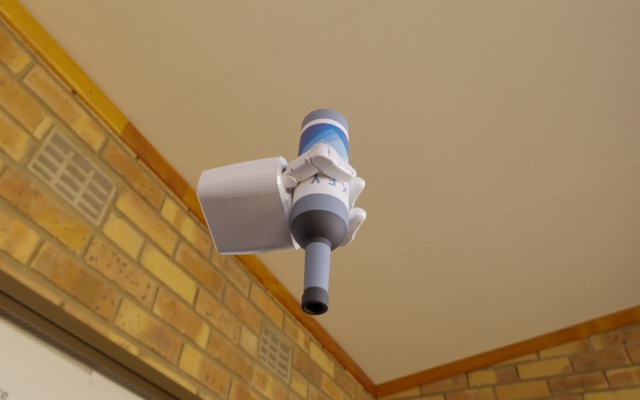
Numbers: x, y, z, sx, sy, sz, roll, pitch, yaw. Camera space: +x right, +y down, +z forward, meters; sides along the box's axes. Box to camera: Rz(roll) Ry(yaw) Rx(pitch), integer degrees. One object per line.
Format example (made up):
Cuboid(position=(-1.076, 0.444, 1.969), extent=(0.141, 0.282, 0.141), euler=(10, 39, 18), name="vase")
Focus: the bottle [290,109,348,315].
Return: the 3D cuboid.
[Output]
Cuboid(position=(0.000, 0.002, 0.573), extent=(0.069, 0.295, 0.069), euler=(2, -45, 2), name="bottle")
